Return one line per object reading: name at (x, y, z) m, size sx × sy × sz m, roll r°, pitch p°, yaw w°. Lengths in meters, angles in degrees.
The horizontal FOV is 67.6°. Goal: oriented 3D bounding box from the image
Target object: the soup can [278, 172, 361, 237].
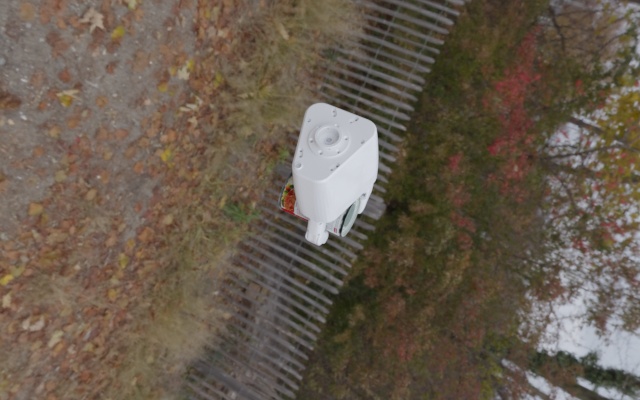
soup can at (0.000, 0.003, 0.692) m, size 0.102 × 0.068 × 0.068 m, roll 24°, pitch 7°, yaw 15°
